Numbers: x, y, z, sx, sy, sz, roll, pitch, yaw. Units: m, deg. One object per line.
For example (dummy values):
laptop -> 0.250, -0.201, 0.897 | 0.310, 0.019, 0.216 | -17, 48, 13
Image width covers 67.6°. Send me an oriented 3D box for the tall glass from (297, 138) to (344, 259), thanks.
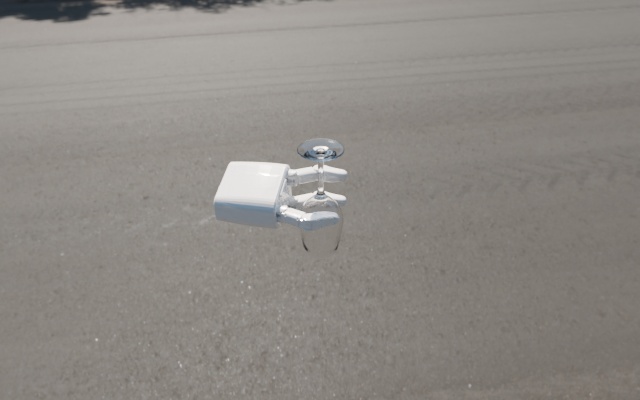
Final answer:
tall glass -> 0.000, 0.002, 0.799 | 0.079, 0.201, 0.079 | 0, 34, 0
